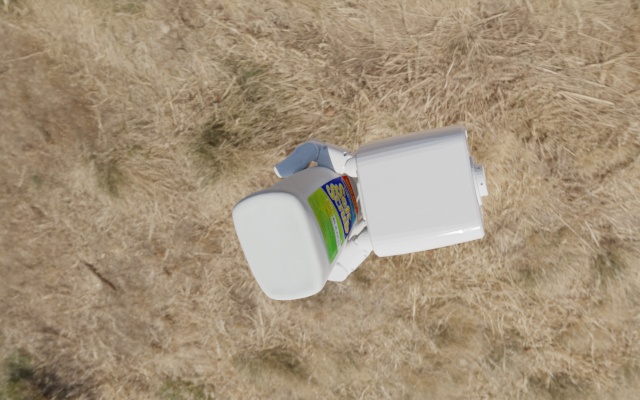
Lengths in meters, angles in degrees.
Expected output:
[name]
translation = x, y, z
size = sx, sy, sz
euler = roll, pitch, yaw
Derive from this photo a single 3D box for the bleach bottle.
[bleach bottle]
translation = 0.000, 0.002, 0.507
size = 0.068, 0.102, 0.250
euler = -13, 15, 21
